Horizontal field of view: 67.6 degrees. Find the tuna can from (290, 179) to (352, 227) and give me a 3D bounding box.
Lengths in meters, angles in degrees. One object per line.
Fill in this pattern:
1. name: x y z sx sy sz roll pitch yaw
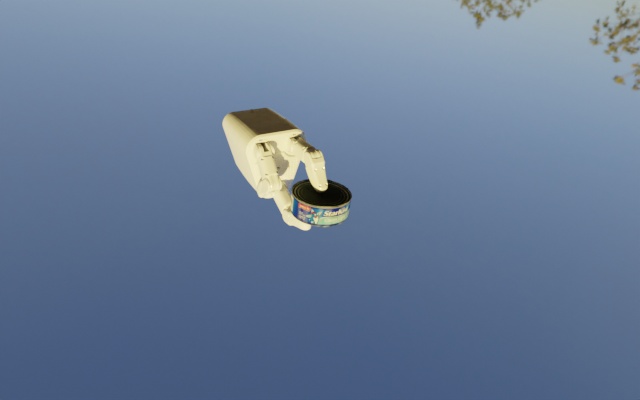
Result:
1. tuna can: 0.000 0.003 0.678 0.086 0.034 0.086 5 28 -3
